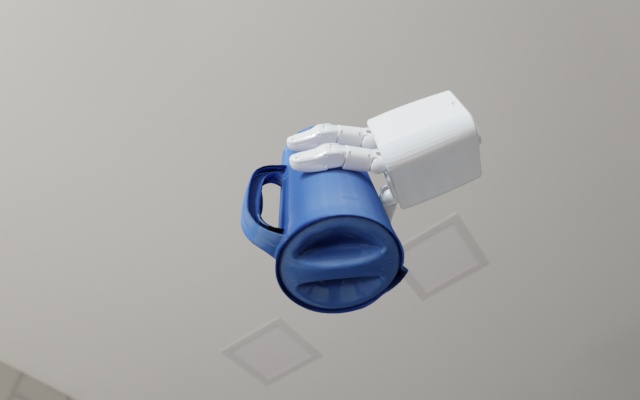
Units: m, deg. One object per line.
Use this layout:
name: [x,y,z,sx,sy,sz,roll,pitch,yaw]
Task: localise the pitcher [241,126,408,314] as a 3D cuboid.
pitcher: [0.000,0.002,0.575,0.145,0.149,0.242,-21,33,8]
